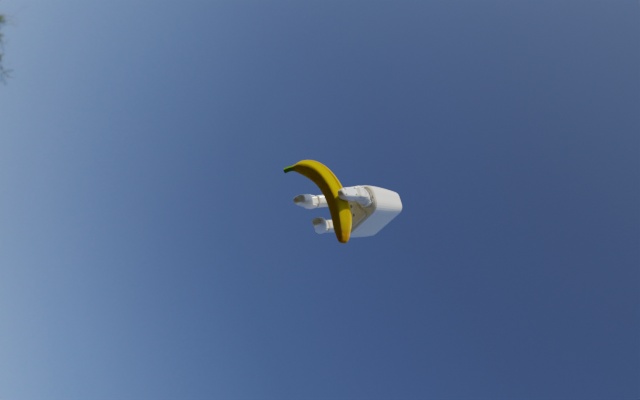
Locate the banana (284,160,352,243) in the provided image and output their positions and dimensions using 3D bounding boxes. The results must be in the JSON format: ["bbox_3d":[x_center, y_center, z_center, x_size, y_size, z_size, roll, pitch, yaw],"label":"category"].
[{"bbox_3d":[0.010,-0.013,0.873,0.037,0.070,0.197,11,35,-55],"label":"banana"}]
